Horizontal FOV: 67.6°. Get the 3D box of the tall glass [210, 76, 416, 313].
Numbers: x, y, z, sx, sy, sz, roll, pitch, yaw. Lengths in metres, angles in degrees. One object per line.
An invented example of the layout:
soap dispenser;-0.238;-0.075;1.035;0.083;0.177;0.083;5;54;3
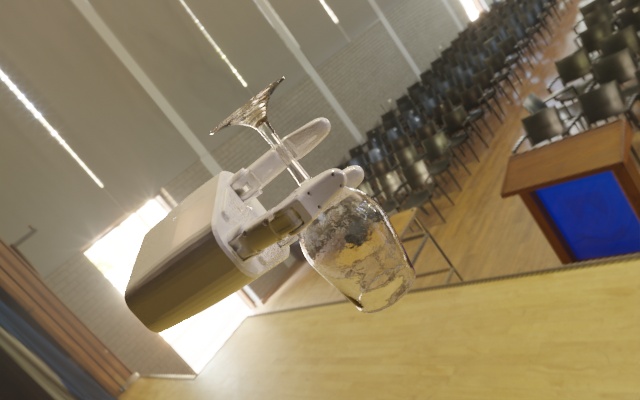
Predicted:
tall glass;0.000;0.001;0.401;0.079;0.201;0.079;-35;14;10
